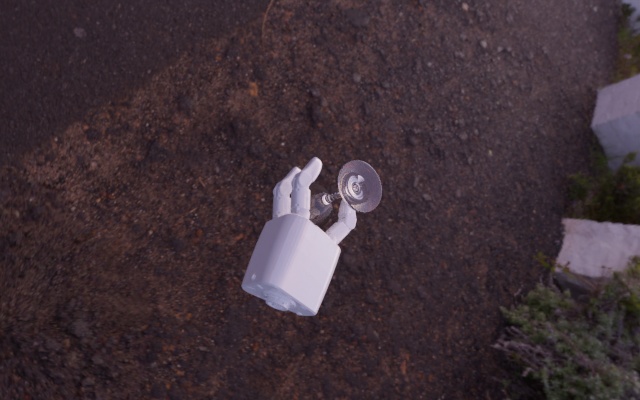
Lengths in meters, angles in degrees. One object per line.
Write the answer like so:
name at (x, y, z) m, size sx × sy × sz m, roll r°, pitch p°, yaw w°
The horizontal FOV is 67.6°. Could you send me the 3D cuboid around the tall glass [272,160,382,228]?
tall glass at (0.001, 0.002, 0.728) m, size 0.079 × 0.079 × 0.201 m, roll 0°, pitch -12°, yaw -34°
